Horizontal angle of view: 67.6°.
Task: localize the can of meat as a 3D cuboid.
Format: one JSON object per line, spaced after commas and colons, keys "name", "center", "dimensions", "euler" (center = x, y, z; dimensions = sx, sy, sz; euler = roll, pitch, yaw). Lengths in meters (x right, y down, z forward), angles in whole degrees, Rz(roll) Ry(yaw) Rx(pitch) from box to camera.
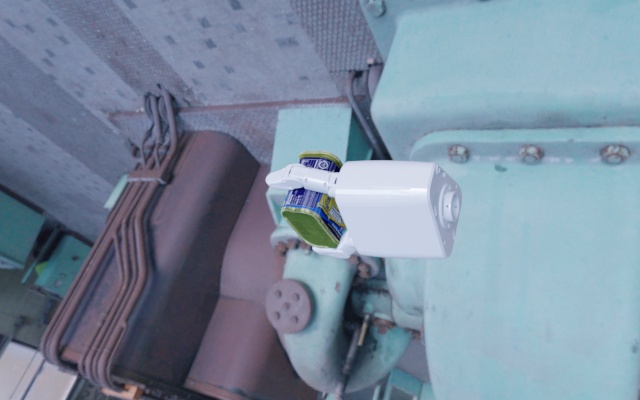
{"name": "can of meat", "center": [0.000, 0.002, 0.595], "dimensions": [0.057, 0.084, 0.102], "euler": [3, -30, 29]}
